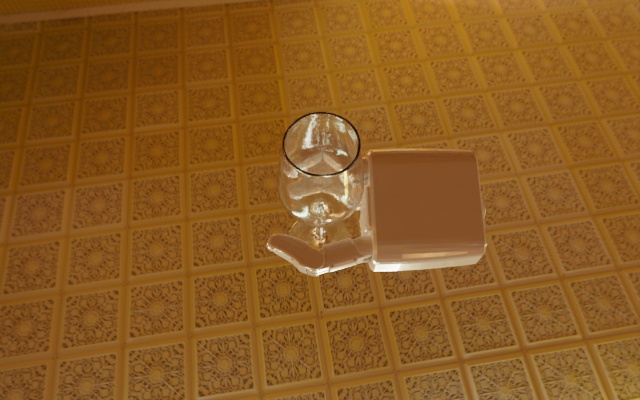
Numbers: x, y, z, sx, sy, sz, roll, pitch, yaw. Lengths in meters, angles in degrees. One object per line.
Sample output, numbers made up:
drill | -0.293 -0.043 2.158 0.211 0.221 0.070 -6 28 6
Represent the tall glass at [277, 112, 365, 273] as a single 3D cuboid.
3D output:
tall glass | 0.000 0.002 0.460 0.079 0.079 0.201 0 -28 0
